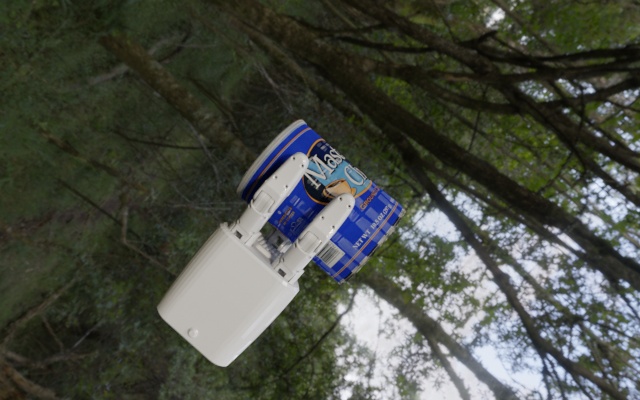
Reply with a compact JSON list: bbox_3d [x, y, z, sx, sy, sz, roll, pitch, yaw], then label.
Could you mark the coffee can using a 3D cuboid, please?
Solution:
[{"bbox_3d":[0.000,0.001,0.488,0.140,0.103,0.103,41,1,2],"label":"coffee can"}]
